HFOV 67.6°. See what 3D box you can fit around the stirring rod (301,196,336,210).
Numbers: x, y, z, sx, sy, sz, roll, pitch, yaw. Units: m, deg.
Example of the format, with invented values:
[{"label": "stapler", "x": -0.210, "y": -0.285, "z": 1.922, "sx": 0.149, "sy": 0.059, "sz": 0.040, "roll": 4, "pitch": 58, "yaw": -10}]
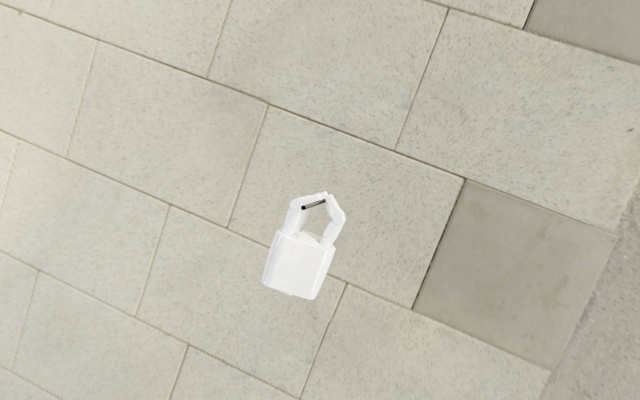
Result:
[{"label": "stirring rod", "x": 0.000, "y": 0.003, "z": 0.856, "sx": 0.011, "sy": 0.011, "sz": 0.239, "roll": 0, "pitch": 4, "yaw": 13}]
